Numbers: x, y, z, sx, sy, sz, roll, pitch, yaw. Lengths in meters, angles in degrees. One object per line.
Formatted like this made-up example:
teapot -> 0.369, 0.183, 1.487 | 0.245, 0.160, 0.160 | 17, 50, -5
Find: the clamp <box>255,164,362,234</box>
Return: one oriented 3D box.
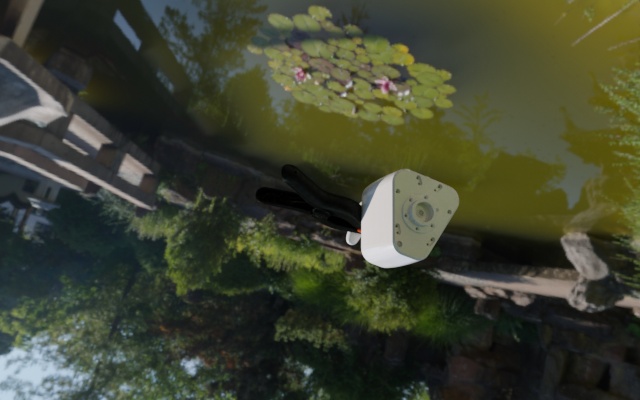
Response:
clamp -> 0.000, 0.003, 0.660 | 0.171, 0.039, 0.120 | 18, -17, -11
